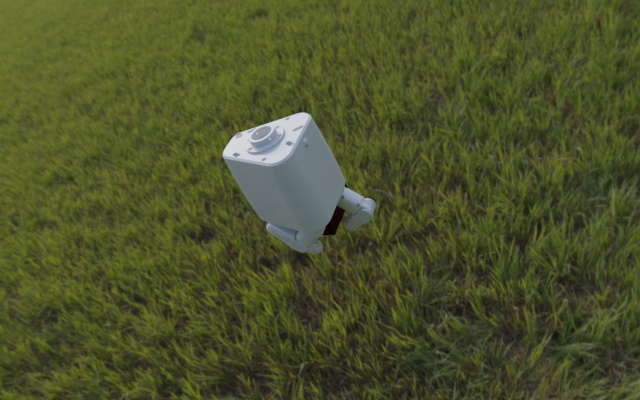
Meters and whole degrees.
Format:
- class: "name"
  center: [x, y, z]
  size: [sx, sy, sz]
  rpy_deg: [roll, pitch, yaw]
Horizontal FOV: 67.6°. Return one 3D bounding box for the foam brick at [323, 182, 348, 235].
- class: "foam brick"
  center: [0.000, 0.002, 0.641]
  size: [0.053, 0.078, 0.051]
  rpy_deg: [-2, -46, 28]
